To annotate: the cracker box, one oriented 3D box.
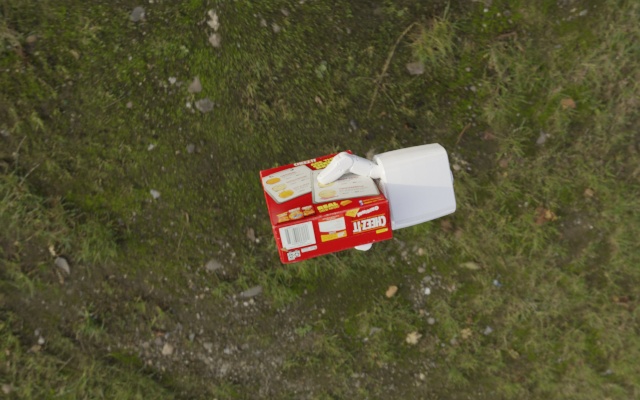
[{"bbox_3d":[0.000,0.002,0.745,0.164,0.072,0.213,-13,26,-6],"label":"cracker box"}]
